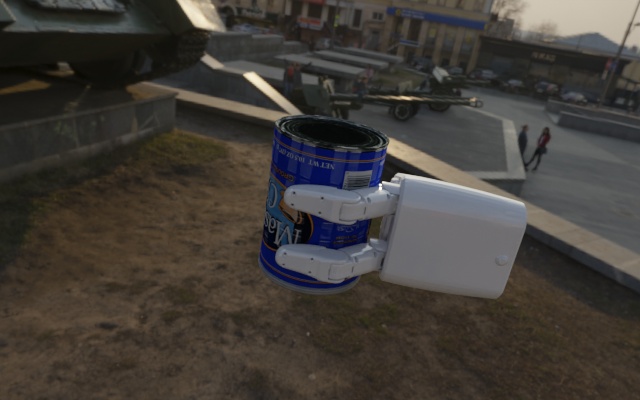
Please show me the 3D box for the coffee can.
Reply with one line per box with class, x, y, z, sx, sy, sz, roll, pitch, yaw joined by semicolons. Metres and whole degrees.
coffee can;0.000;0.002;0.448;0.103;0.140;0.102;8;22;-3
